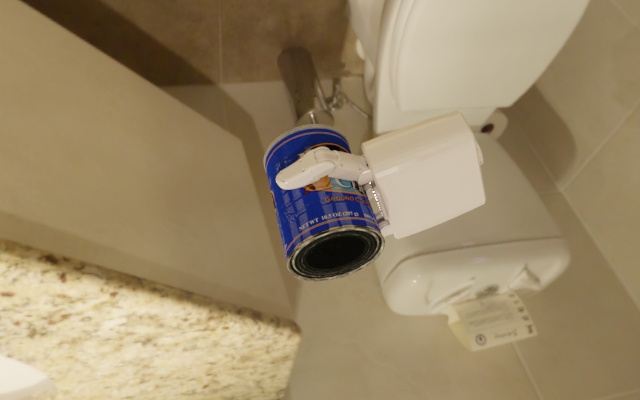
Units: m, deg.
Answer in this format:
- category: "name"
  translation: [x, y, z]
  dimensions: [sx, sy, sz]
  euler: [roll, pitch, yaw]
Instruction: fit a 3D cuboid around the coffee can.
- category: "coffee can"
  translation: [0.000, 0.002, 0.521]
  dimensions: [0.103, 0.140, 0.103]
  euler: [-11, -35, -8]
